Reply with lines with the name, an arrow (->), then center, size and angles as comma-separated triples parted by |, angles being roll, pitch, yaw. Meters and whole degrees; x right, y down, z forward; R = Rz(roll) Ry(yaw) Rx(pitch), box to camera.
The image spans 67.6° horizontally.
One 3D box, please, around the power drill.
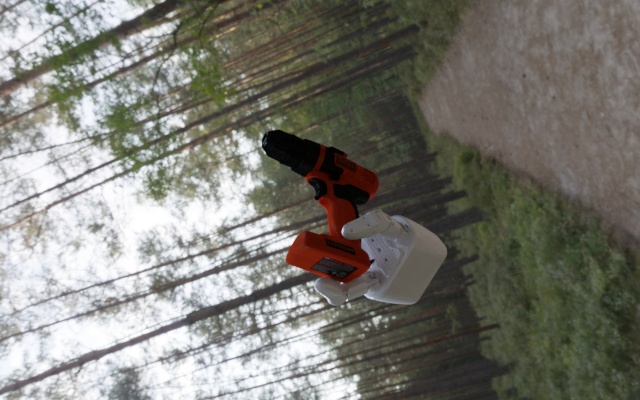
power drill -> 0.000, 0.003, 0.628 | 0.184, 0.187, 0.057 | 22, -41, -23
